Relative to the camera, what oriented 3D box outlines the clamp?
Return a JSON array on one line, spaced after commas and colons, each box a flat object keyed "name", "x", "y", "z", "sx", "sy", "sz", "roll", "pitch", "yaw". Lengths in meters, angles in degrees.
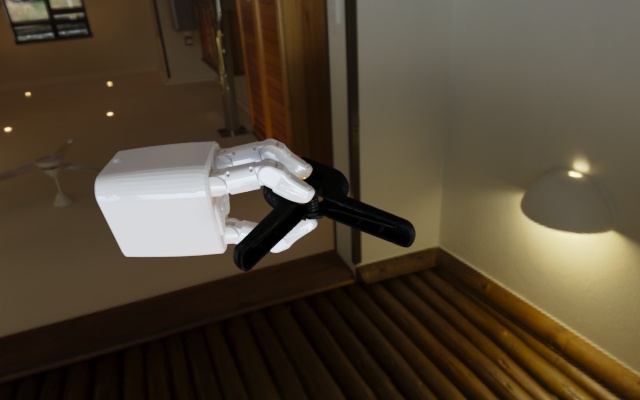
[{"name": "clamp", "x": 0.000, "y": 0.002, "z": 0.502, "sx": 0.164, "sy": 0.036, "sz": 0.210, "roll": -3, "pitch": 27, "yaw": -2}]
